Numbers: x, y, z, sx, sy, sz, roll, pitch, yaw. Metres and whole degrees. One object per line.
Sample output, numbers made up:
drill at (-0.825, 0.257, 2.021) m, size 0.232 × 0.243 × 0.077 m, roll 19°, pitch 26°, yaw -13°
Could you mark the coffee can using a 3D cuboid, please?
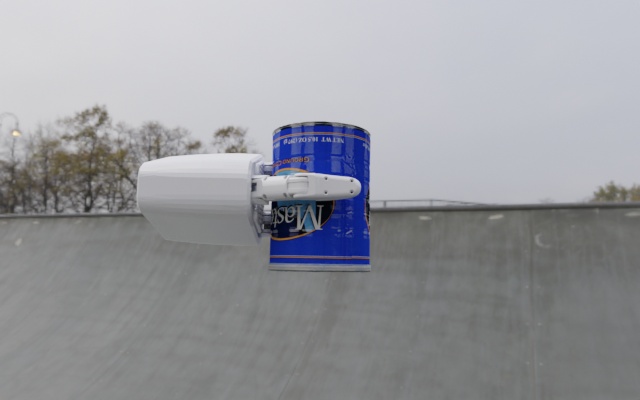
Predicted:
coffee can at (0.000, 0.002, 0.488) m, size 0.103 × 0.140 × 0.103 m, roll 1°, pitch -7°, yaw 0°
